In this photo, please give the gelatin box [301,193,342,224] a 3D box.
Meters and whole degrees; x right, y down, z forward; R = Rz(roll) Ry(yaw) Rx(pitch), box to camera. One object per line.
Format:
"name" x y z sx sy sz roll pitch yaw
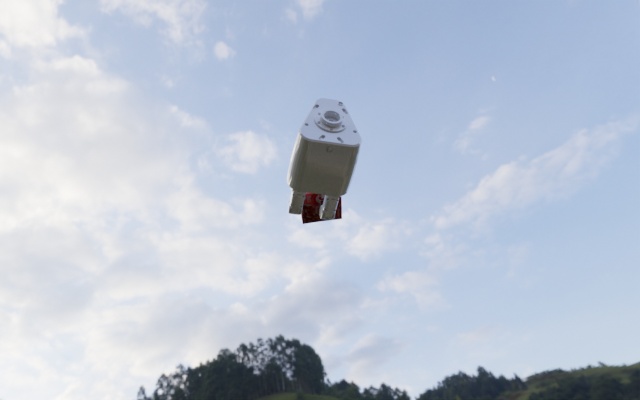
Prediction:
"gelatin box" 0.000 0.003 0.839 0.073 0.030 0.089 -8 -36 -4
